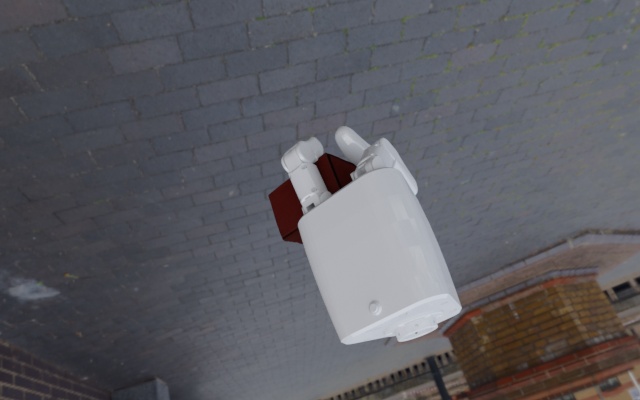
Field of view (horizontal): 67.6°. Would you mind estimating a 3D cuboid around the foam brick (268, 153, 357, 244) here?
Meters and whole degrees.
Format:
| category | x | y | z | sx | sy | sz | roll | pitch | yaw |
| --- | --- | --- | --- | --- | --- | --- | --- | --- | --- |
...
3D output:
| category | x | y | z | sx | sy | sz | roll | pitch | yaw |
| --- | --- | --- | --- | --- | --- | --- | --- | --- | --- |
| foam brick | 0.000 | 0.002 | 0.446 | 0.078 | 0.051 | 0.053 | -34 | -28 | 28 |
